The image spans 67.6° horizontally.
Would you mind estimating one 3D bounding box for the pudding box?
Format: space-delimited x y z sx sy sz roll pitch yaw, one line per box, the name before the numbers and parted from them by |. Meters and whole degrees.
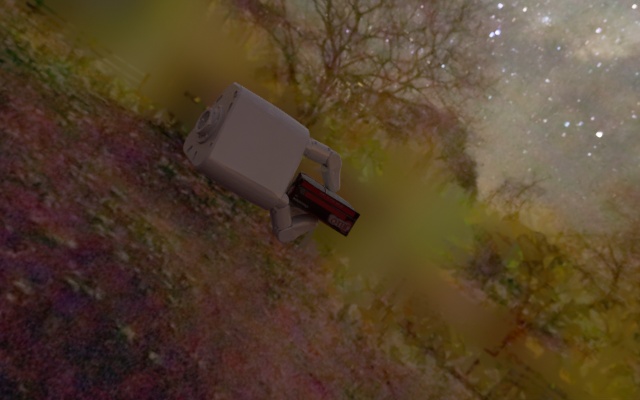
pudding box | 0.000 0.002 0.639 0.090 0.039 0.113 33 5 -7
